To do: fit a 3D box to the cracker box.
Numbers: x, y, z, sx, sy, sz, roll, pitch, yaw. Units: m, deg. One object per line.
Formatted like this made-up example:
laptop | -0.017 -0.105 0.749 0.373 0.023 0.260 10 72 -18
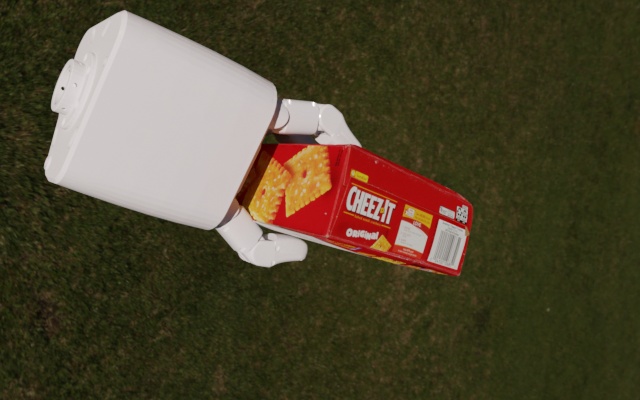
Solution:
cracker box | 0.000 0.002 0.429 0.164 0.072 0.213 19 -6 -41
